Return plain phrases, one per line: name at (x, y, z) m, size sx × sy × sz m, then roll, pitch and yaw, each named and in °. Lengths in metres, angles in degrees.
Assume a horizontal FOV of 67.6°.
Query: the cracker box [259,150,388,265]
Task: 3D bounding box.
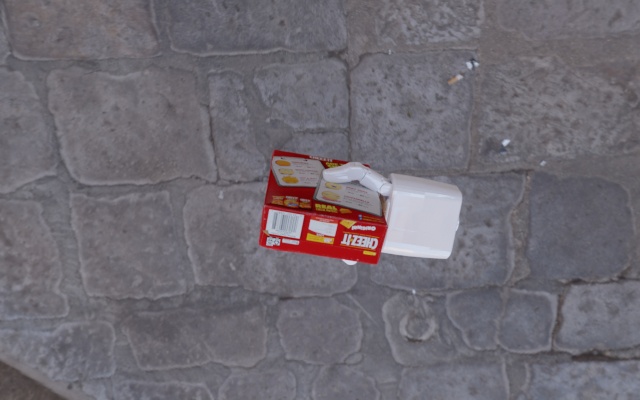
cracker box at (0.000, 0.002, 0.709) m, size 0.164 × 0.072 × 0.213 m, roll 9°, pitch 25°, yaw -6°
